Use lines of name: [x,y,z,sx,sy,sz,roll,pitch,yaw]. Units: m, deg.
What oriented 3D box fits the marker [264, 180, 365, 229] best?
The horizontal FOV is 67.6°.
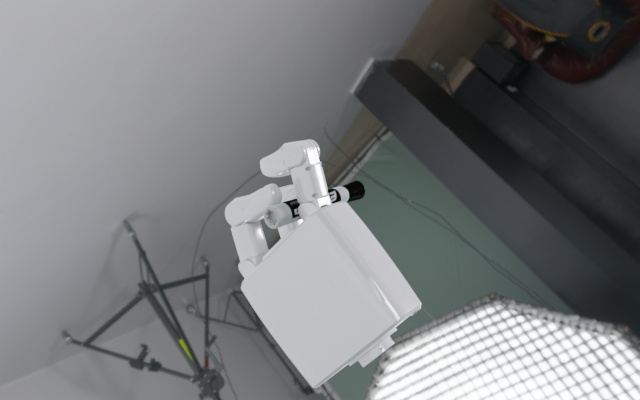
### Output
marker: [0.000,0.001,0.424,0.020,0.020,0.121,0,12,42]
